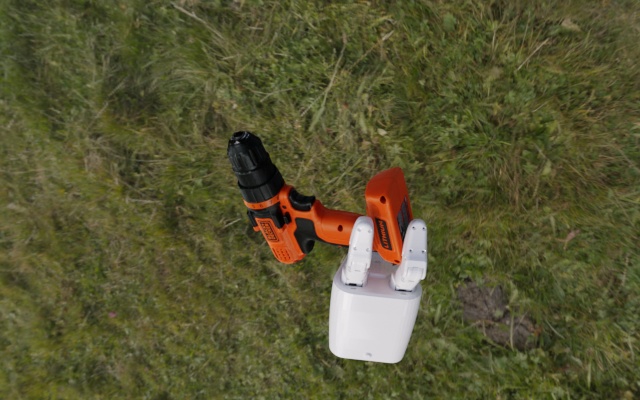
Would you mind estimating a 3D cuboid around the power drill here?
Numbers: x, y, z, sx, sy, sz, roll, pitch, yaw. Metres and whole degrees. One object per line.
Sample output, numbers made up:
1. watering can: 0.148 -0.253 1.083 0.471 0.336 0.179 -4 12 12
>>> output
1. power drill: 0.001 0.002 0.522 0.187 0.185 0.057 4 45 29
